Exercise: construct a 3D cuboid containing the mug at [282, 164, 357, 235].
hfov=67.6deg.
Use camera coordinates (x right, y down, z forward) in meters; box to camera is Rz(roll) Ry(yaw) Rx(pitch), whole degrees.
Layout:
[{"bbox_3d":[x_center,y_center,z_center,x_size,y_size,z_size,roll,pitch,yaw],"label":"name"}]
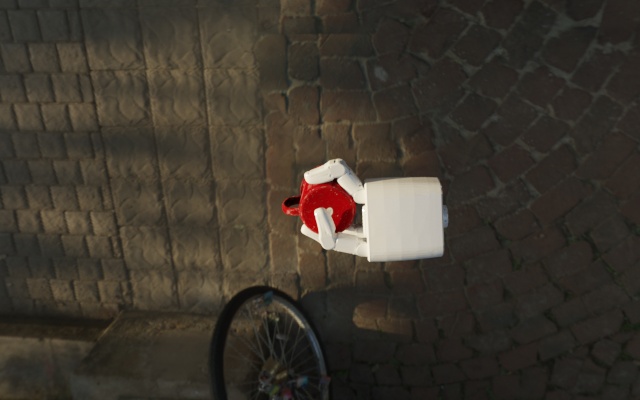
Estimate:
[{"bbox_3d":[-0.001,0.002,0.715,0.117,0.093,0.081,-5,21,6],"label":"mug"}]
